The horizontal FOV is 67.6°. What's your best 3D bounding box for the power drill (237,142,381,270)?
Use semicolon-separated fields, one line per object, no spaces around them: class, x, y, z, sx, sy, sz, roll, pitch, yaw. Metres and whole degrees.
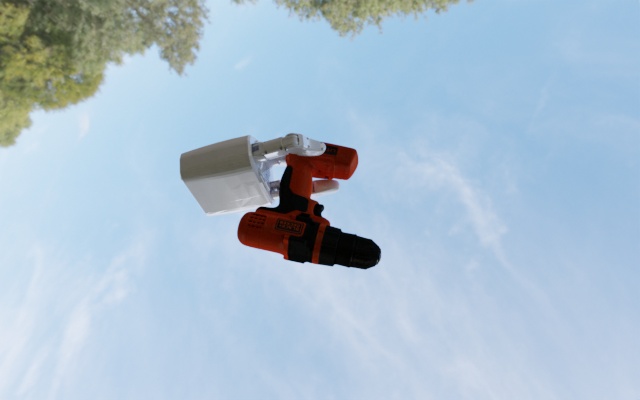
power drill;0.000;0.002;0.646;0.184;0.187;0.057;13;-42;5
